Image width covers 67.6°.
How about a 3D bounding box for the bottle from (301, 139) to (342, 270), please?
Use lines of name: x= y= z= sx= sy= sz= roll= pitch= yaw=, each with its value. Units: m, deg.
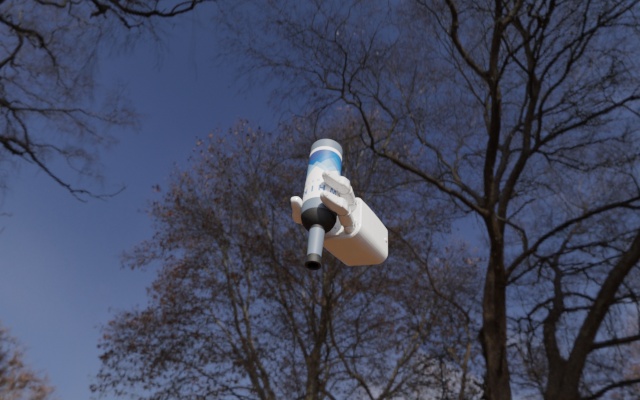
bottle: x=0.000 y=0.003 z=0.896 sx=0.069 sy=0.295 sz=0.069 roll=4 pitch=-43 yaw=3
